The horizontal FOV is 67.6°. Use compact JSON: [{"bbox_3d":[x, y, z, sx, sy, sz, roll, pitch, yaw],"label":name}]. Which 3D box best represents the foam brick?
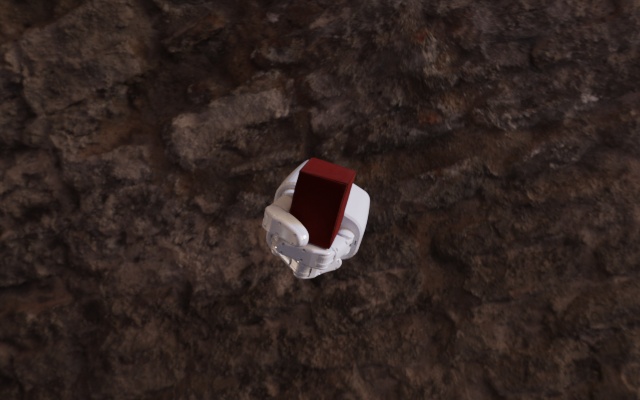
[{"bbox_3d":[0.000,0.001,0.508,0.053,0.078,0.051,19,25,8],"label":"foam brick"}]
